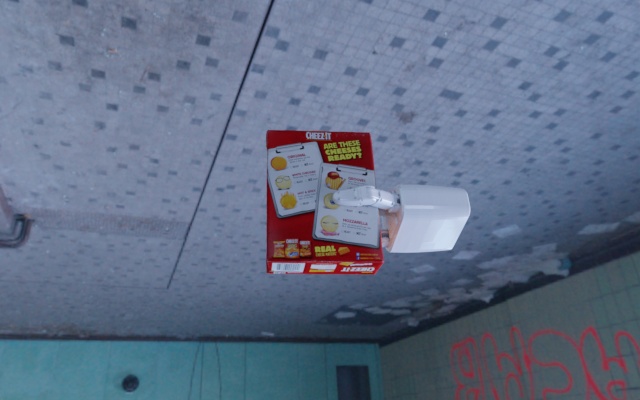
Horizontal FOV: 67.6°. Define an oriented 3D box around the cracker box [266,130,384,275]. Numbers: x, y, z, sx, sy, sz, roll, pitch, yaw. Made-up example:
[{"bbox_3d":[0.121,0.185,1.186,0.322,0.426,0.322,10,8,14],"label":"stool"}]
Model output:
[{"bbox_3d":[0.000,0.002,0.717,0.164,0.213,0.072,1,-26,-7],"label":"cracker box"}]
